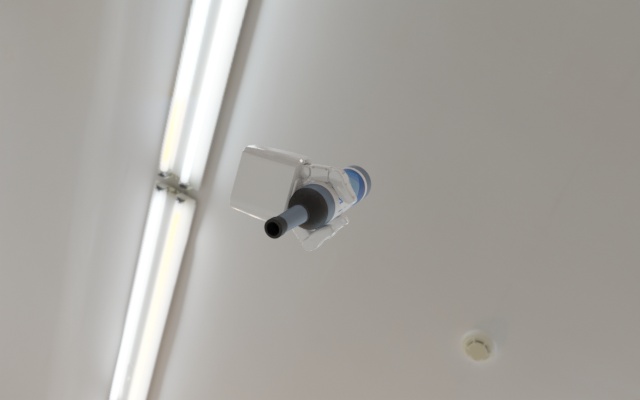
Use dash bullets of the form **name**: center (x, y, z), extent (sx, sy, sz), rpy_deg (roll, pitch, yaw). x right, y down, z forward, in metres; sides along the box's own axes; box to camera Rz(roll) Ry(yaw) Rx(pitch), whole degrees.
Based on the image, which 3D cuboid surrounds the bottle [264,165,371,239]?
- **bottle**: center (0.000, 0.002, 0.747), extent (0.069, 0.069, 0.295), rpy_deg (0, 14, 26)
